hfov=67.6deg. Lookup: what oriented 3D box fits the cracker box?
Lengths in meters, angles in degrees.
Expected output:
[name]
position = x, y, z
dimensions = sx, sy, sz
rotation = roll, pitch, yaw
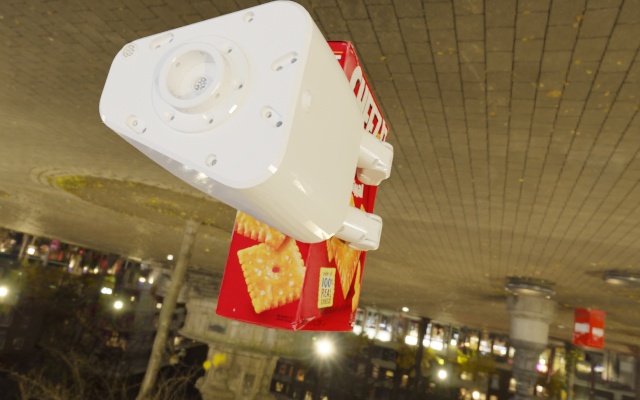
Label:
[cracker box]
position = 0.000, 0.001, 0.409
dimensions = 0.072, 0.213, 0.164
rotation = 7, -13, 19
